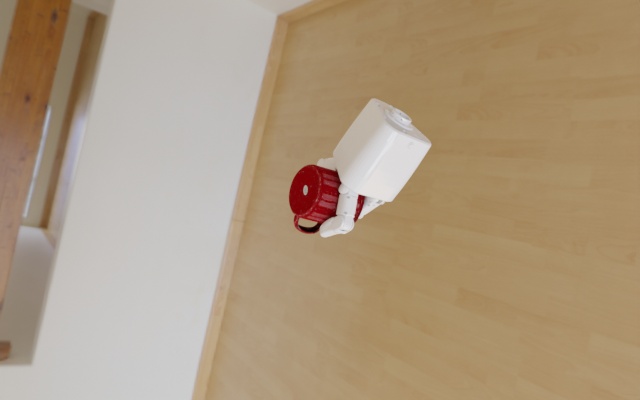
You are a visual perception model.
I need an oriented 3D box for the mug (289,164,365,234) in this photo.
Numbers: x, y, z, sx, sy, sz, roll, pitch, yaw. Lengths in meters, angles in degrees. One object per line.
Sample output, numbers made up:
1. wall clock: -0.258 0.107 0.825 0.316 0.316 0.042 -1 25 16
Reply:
1. mug: -0.001 0.003 0.726 0.081 0.117 0.093 15 31 -36
